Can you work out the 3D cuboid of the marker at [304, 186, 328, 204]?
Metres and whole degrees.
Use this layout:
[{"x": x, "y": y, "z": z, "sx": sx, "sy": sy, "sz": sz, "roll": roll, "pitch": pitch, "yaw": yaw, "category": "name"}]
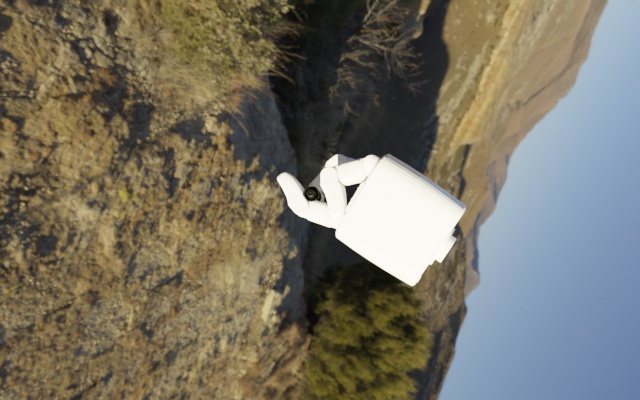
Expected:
[{"x": 0.000, "y": 0.002, "z": 0.615, "sx": 0.020, "sy": 0.020, "sz": 0.121, "roll": 0, "pitch": -10, "yaw": 11, "category": "marker"}]
